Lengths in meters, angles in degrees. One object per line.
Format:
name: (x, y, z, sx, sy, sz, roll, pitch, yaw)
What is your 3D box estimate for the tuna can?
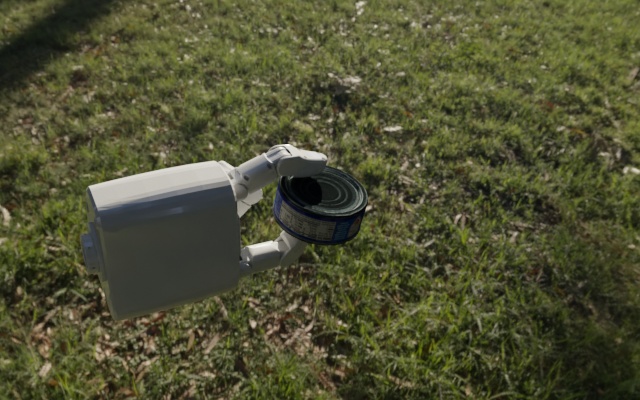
tuna can: (0.000, 0.001, 0.444, 0.086, 0.034, 0.086, 10, 35, -7)
